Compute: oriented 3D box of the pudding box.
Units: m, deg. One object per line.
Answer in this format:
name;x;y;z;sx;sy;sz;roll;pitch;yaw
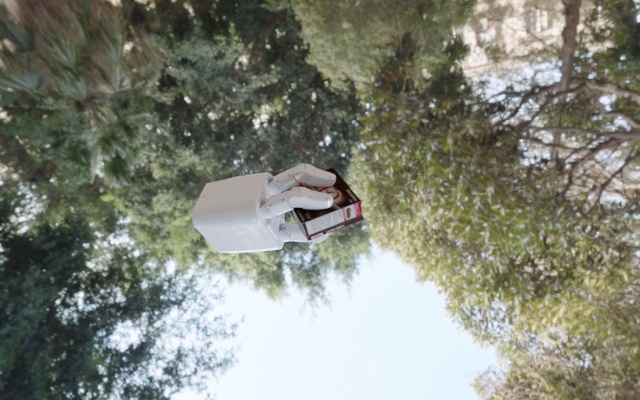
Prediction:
pudding box;0.000;0.002;0.698;0.090;0.039;0.113;-22;37;-10
